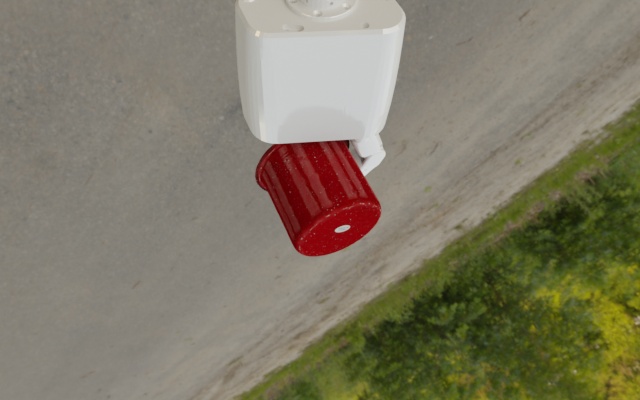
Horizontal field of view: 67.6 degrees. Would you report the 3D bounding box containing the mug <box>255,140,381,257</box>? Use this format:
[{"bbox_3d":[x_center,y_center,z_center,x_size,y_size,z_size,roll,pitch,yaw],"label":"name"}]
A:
[{"bbox_3d":[0.000,0.002,0.428,0.093,0.081,0.117,-20,-29,-14],"label":"mug"}]
